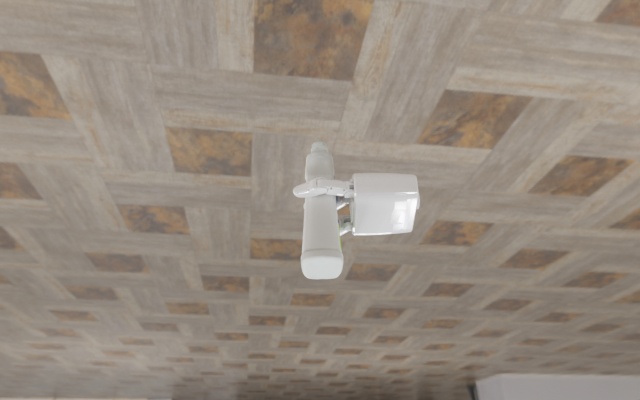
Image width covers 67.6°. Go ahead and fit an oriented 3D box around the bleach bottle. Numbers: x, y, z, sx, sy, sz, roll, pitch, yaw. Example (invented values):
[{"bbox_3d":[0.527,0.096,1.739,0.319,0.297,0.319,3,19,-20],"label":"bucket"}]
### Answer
[{"bbox_3d":[0.000,0.003,0.830,0.068,0.250,0.103,-1,-29,-1],"label":"bleach bottle"}]
